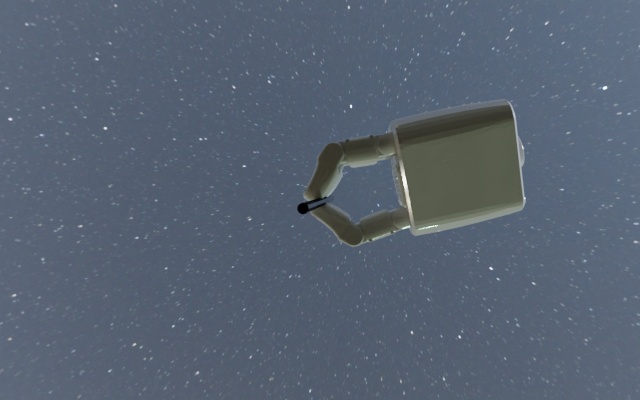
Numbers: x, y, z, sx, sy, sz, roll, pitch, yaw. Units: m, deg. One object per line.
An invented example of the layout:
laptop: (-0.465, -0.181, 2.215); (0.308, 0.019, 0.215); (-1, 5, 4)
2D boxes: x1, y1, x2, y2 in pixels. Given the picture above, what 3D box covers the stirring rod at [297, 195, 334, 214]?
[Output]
stirring rod: (0.000, 0.001, 0.448); (0.011, 0.011, 0.239); (0, 2, 6)
